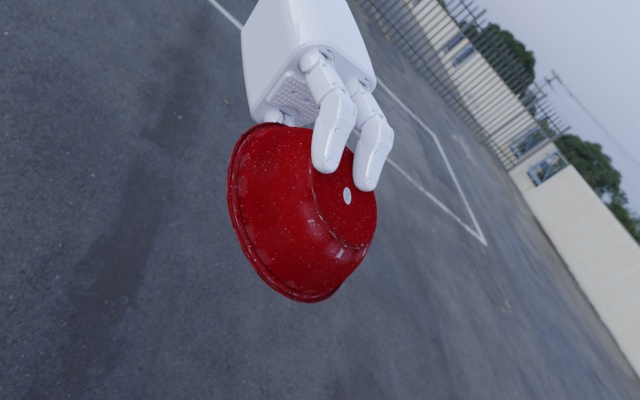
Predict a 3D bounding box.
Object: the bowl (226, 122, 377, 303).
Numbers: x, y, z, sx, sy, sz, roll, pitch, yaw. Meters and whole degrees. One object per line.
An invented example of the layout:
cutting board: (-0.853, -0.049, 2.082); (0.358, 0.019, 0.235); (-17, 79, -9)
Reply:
bowl: (0.001, 0.002, 0.400); (0.055, 0.162, 0.162); (-19, -11, 35)
